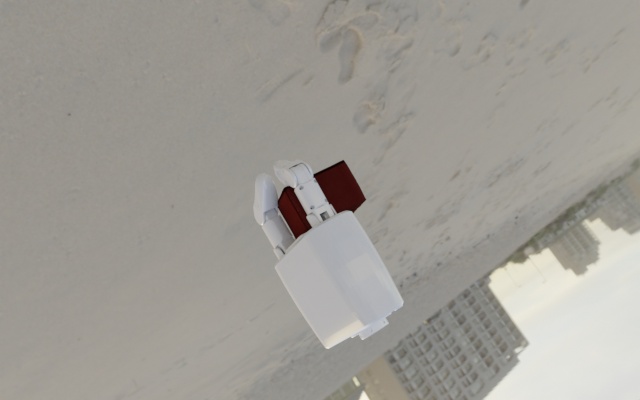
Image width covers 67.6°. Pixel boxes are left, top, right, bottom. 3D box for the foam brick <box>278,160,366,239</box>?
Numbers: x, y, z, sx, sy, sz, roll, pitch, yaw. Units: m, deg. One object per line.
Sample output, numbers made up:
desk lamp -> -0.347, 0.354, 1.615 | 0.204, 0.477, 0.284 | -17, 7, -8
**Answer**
foam brick -> 0.000, 0.001, 0.518 | 0.078, 0.051, 0.053 | -27, -12, -22
